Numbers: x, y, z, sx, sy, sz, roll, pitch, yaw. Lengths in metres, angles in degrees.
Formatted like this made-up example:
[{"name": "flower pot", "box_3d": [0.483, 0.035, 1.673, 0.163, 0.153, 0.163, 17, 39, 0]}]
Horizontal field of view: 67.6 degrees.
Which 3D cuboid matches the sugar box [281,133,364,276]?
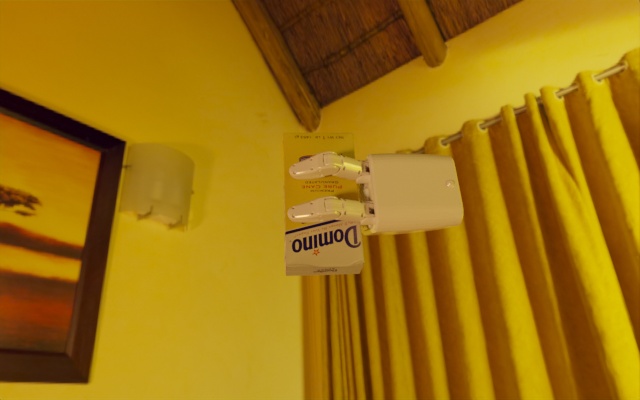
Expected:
[{"name": "sugar box", "box_3d": [0.000, 0.002, 0.589, 0.093, 0.176, 0.048, -2, -24, -6]}]
